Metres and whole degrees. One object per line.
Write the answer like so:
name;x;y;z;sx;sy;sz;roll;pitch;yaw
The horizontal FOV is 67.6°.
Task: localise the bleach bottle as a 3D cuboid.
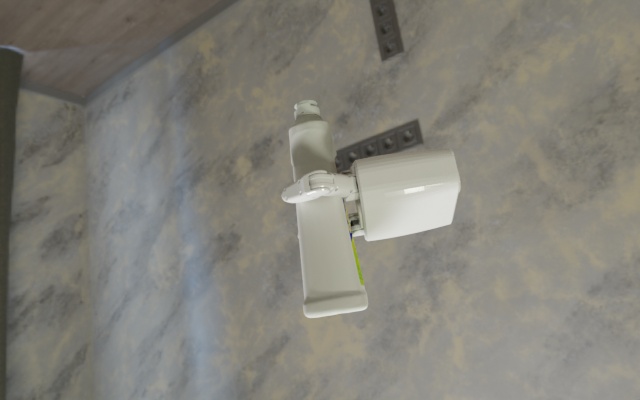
bleach bottle;0.000;0.002;0.543;0.068;0.250;0.102;-10;-14;3
